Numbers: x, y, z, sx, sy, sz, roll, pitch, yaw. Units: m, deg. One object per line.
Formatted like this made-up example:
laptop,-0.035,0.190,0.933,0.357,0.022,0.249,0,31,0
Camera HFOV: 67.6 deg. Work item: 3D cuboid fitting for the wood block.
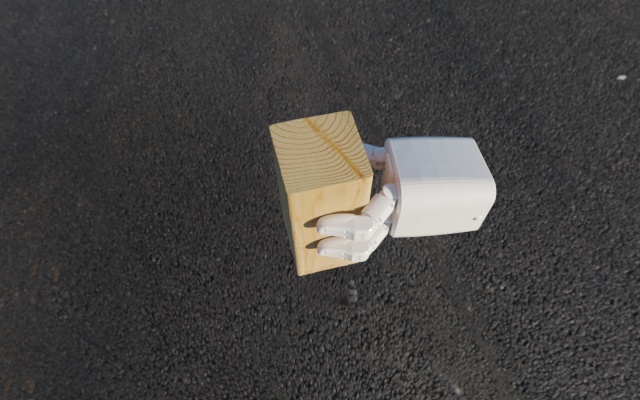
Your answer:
wood block,0.000,0.001,0.567,0.090,0.090,0.206,-12,-30,-7
